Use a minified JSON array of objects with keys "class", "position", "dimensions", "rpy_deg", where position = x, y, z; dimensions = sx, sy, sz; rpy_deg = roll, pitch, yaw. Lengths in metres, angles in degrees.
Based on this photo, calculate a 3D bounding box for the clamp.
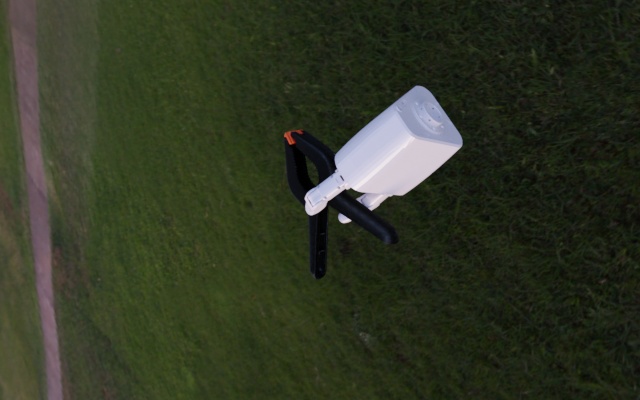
[{"class":"clamp","position":[-0.001,0.002,0.661],"dimensions":[0.036,0.210,0.165],"rpy_deg":[-16,-19,-47]}]
